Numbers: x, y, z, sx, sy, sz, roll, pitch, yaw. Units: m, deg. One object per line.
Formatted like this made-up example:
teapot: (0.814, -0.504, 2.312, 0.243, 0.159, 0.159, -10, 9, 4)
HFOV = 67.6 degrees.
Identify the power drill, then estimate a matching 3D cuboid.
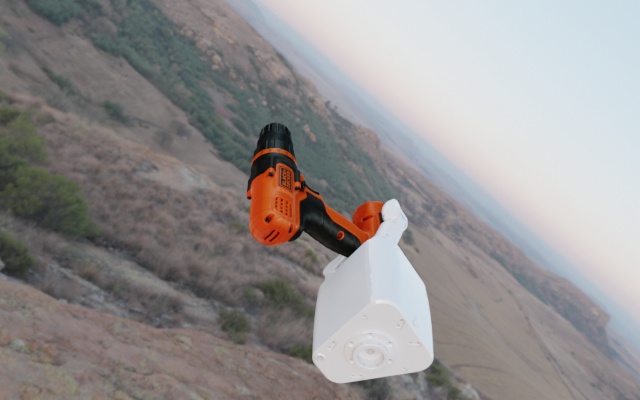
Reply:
power drill: (0.000, 0.002, 0.566, 0.188, 0.184, 0.057, 27, -52, -26)
